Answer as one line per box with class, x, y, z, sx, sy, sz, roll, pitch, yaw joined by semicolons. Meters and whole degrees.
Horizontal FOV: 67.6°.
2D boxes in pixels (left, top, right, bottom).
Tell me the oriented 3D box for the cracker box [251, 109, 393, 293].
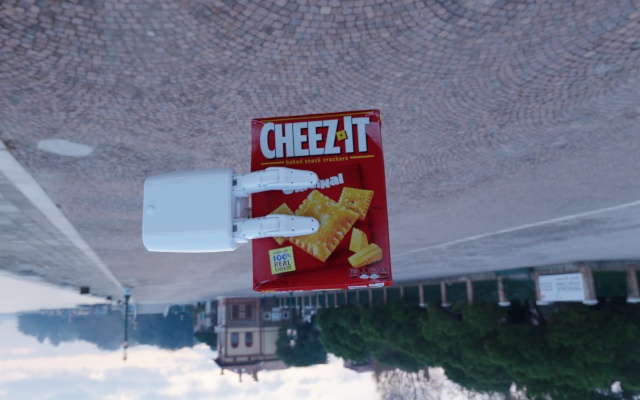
cracker box;0.000;0.002;0.589;0.164;0.213;0.072;-3;-12;5
